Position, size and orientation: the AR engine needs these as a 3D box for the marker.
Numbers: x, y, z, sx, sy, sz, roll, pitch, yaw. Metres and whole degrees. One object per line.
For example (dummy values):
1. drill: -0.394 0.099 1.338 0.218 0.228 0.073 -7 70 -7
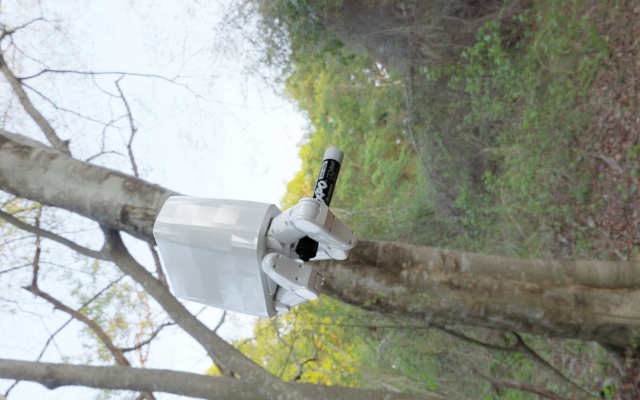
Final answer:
1. marker: 0.000 0.001 0.430 0.020 0.121 0.020 11 -36 8
